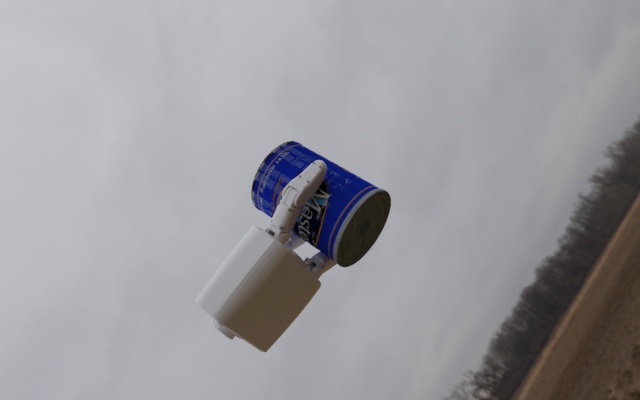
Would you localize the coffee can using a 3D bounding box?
[{"bbox_3d":[0.000,0.002,0.587,0.140,0.103,0.103,32,16,28],"label":"coffee can"}]
